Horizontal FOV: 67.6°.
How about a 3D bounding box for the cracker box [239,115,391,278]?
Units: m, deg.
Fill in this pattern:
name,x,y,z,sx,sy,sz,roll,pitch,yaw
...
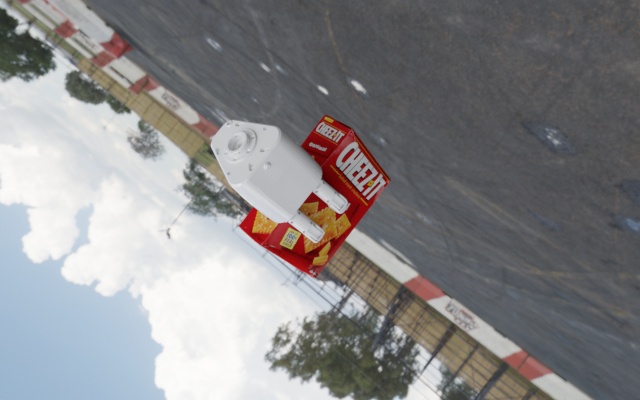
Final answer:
name,x,y,z,sx,sy,sz,roll,pitch,yaw
cracker box,0.000,0.003,0.750,0.072,0.213,0.164,35,-5,39
